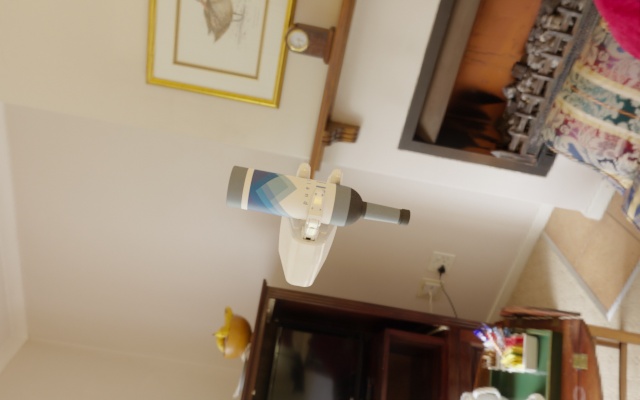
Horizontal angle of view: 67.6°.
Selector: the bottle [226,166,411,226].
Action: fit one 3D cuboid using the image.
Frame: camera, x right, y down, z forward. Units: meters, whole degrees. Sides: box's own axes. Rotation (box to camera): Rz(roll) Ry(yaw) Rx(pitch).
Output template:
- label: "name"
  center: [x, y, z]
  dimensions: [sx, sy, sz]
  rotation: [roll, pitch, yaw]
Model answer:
- label: "bottle"
  center: [0.000, 0.002, 0.777]
  dimensions: [0.296, 0.069, 0.069]
  rotation: [10, -1, -4]
